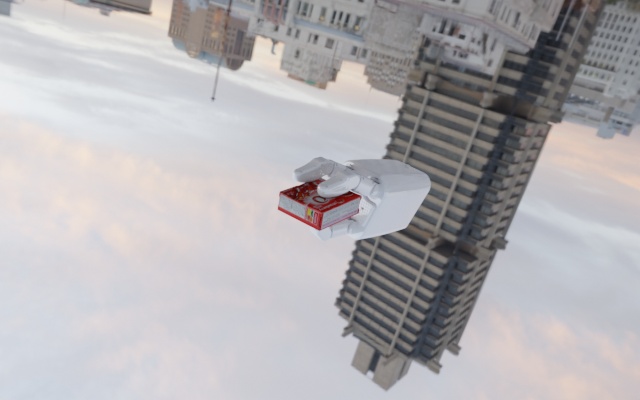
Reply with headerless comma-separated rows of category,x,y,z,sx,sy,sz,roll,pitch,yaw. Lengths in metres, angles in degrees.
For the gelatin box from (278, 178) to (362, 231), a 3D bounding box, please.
gelatin box,0.000,0.003,0.630,0.073,0.030,0.089,26,30,32
